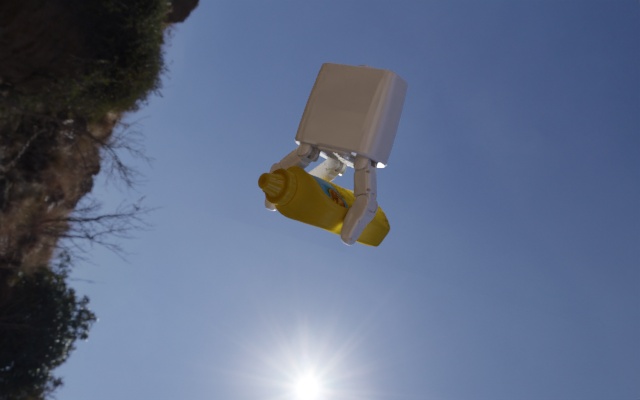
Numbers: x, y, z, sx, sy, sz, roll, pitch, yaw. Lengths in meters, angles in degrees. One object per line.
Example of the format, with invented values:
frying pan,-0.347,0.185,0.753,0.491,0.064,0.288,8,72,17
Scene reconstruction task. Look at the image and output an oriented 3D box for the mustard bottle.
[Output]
mustard bottle,0.000,0.002,0.584,0.192,0.058,0.096,22,18,-46
